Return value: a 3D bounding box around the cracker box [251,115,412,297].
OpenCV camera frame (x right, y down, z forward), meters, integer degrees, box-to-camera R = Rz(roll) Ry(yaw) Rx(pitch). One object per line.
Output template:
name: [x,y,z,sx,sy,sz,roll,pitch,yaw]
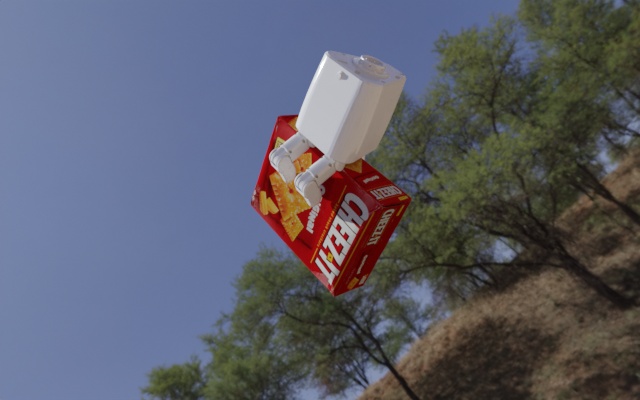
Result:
cracker box: [0.000,0.002,0.676,0.072,0.164,0.213,-13,47,-43]
